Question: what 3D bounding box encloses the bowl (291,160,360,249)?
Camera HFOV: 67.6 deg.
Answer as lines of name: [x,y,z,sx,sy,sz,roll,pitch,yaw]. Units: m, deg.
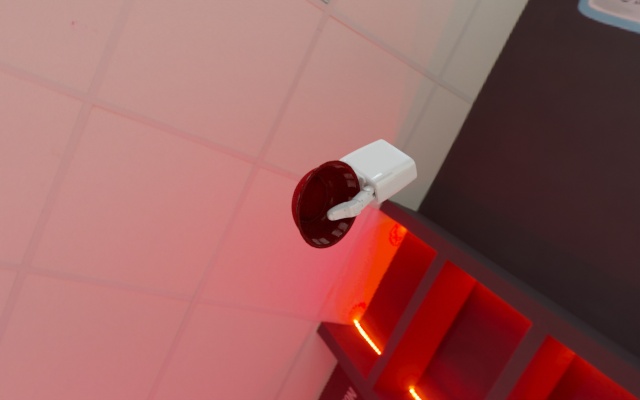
bowl: [-0.001,0.003,0.863,0.055,0.162,0.162,17,12,42]
